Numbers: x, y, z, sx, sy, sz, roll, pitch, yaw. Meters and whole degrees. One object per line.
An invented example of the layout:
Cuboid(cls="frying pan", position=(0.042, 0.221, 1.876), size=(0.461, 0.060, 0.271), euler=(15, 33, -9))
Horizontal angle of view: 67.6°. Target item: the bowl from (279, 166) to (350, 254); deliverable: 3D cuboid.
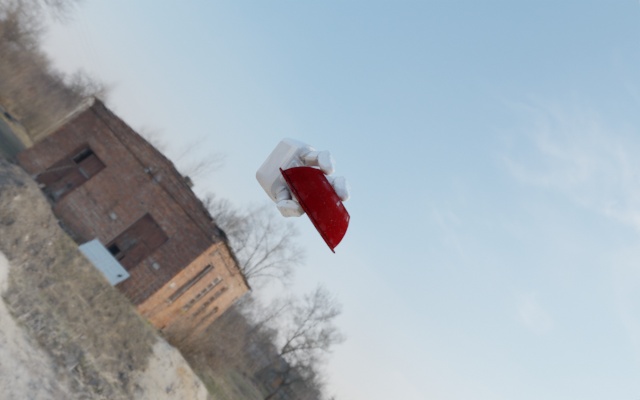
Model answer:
Cuboid(cls="bowl", position=(0.001, 0.003, 0.754), size=(0.055, 0.162, 0.162), euler=(-32, 0, 0))
